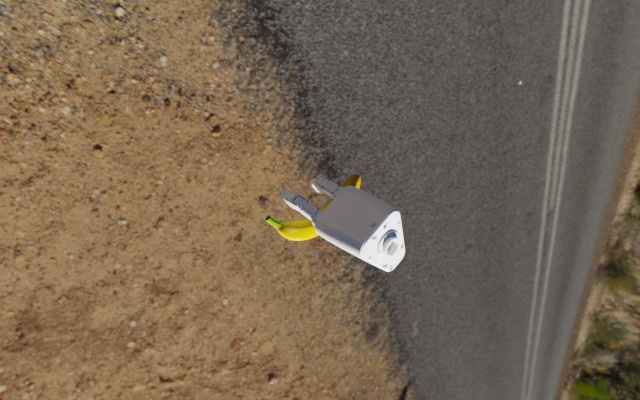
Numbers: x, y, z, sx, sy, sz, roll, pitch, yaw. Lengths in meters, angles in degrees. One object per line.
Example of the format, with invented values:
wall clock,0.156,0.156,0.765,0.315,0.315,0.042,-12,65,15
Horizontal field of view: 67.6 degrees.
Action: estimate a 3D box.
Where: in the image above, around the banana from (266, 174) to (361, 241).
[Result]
banana,0.002,0.021,0.840,0.197,0.070,0.037,-27,26,-26
